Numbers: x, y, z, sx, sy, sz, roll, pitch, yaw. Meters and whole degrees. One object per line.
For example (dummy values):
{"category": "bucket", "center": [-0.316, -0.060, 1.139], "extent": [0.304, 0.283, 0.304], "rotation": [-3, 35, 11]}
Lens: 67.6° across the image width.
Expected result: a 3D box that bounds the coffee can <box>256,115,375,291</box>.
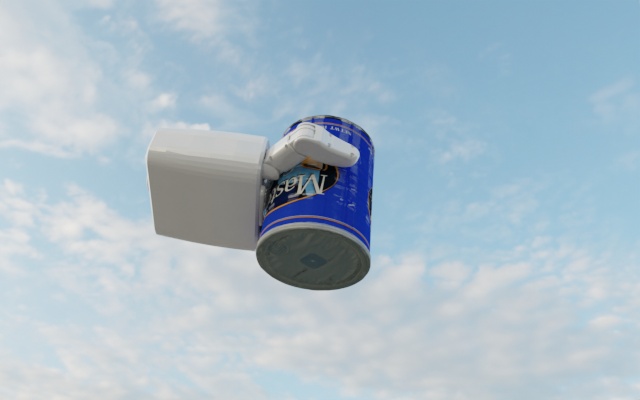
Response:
{"category": "coffee can", "center": [0.000, 0.002, 0.466], "extent": [0.103, 0.140, 0.103], "rotation": [4, -39, 4]}
